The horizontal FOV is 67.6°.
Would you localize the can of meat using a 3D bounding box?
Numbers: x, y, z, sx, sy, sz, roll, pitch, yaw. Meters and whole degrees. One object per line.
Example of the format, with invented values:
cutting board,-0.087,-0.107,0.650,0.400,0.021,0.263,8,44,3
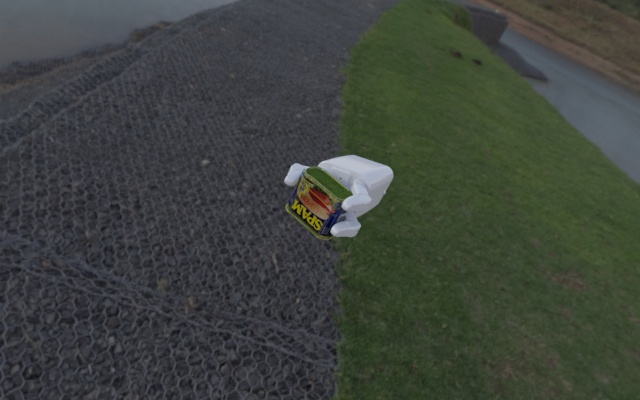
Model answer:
can of meat,0.000,0.002,0.819,0.102,0.084,0.057,40,32,23
